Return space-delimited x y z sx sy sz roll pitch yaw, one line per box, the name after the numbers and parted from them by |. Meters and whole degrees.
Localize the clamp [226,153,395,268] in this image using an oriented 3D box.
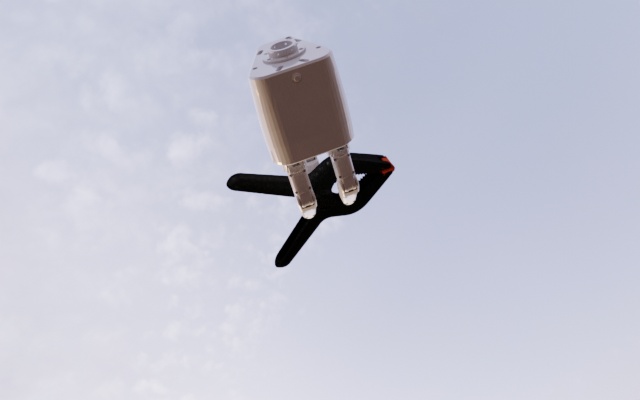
0.000 0.001 0.635 0.210 0.165 0.036 -20 38 -5 | clamp
